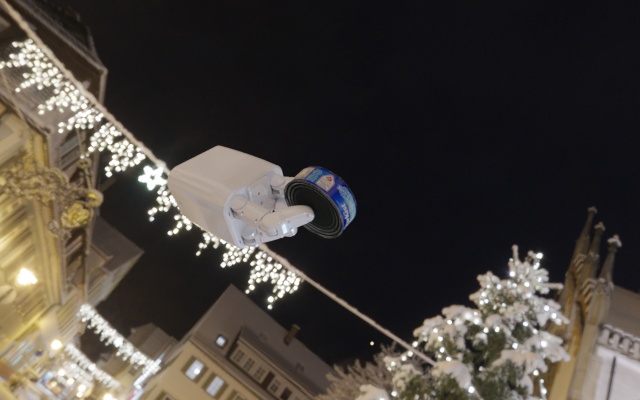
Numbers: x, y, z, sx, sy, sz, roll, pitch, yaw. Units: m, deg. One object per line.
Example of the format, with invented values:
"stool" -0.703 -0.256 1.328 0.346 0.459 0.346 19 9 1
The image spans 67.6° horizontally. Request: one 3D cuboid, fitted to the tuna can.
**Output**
"tuna can" 0.000 0.002 0.565 0.086 0.086 0.033 0 37 48
